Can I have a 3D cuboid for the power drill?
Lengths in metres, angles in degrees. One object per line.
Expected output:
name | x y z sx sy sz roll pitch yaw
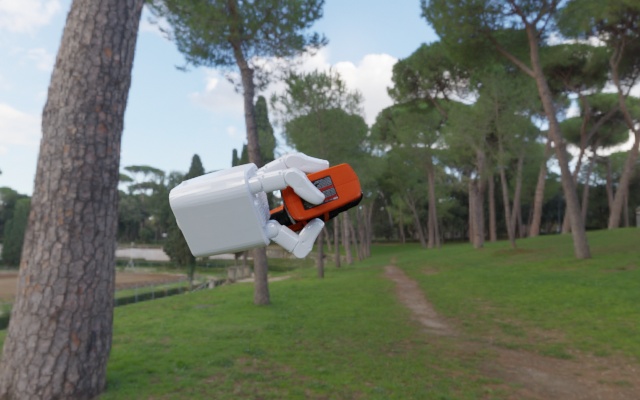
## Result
power drill | 0.000 0.002 0.725 0.184 0.057 0.188 -22 -8 -15
